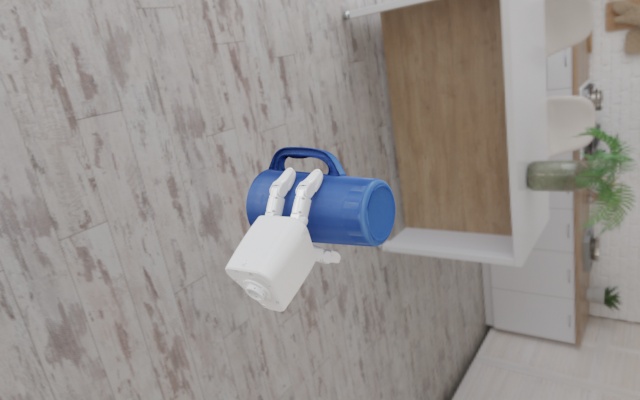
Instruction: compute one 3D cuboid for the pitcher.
[{"bbox_3d":[0.000,0.003,0.821,0.243,0.145,0.149,4,-42,37],"label":"pitcher"}]
